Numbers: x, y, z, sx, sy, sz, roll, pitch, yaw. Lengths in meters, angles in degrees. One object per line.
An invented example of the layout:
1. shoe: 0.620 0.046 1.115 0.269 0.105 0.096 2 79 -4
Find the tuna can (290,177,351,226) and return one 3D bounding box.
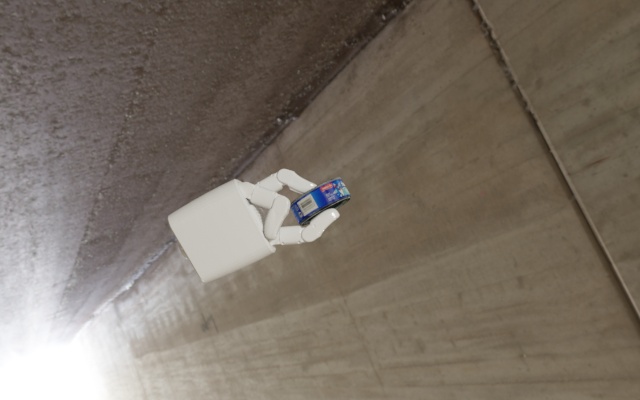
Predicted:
1. tuna can: 0.000 0.003 0.685 0.086 0.033 0.086 -29 -8 -4
